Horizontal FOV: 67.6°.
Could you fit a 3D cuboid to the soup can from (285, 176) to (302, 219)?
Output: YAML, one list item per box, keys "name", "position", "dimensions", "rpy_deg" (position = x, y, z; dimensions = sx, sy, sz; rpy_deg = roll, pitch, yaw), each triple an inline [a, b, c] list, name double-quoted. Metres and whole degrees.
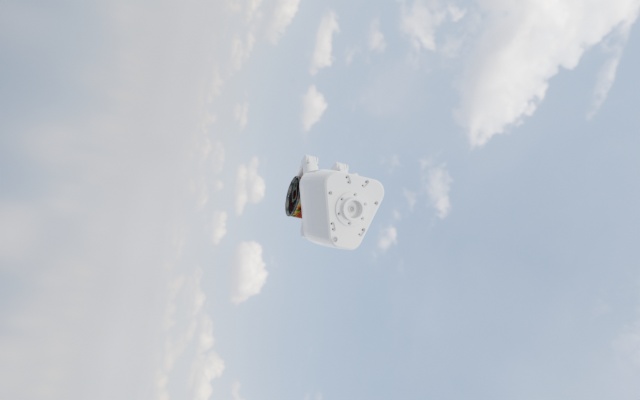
- name: "soup can"
  position: [0.000, 0.003, 0.795]
  dimensions: [0.102, 0.068, 0.068]
  rpy_deg: [12, -4, -19]
